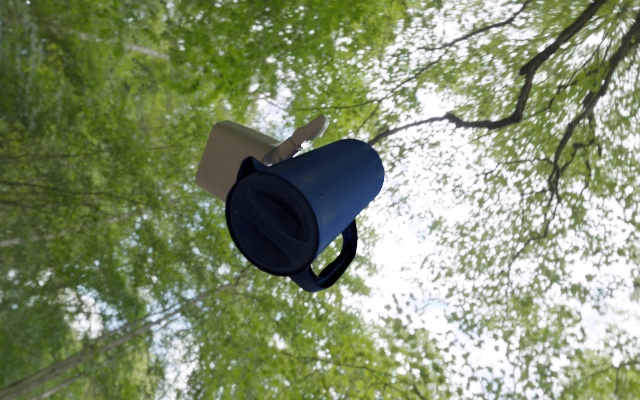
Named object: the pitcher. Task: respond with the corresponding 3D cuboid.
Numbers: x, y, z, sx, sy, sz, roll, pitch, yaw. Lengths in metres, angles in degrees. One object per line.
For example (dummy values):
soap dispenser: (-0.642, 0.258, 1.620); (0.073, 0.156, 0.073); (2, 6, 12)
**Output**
pitcher: (0.000, 0.002, 0.650); (0.145, 0.149, 0.242); (24, 30, 21)
